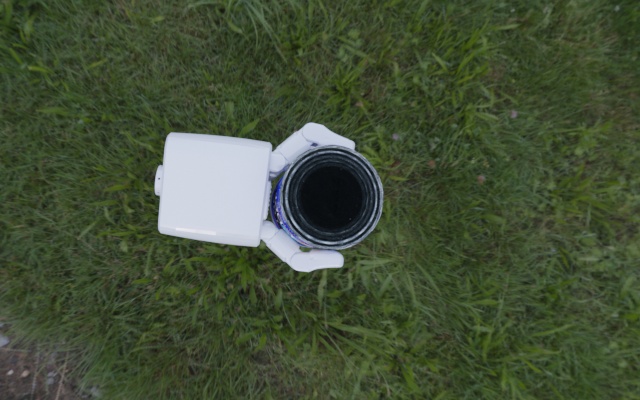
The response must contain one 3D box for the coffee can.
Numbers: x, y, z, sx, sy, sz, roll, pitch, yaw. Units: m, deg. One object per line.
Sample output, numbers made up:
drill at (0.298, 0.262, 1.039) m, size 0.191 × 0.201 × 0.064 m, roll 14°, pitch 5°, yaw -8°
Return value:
coffee can at (0.000, 0.002, 0.526) m, size 0.103 × 0.103 × 0.140 m, roll 0°, pitch -4°, yaw -10°
